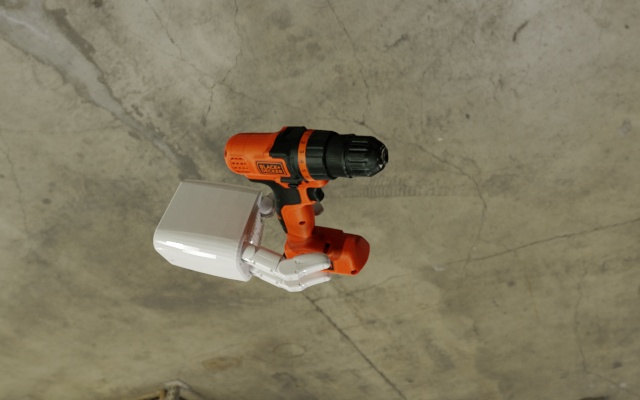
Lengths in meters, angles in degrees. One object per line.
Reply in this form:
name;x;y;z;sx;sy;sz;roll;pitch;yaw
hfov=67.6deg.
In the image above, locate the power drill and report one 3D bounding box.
power drill;0.000;0.002;0.535;0.184;0.188;0.057;6;44;29
